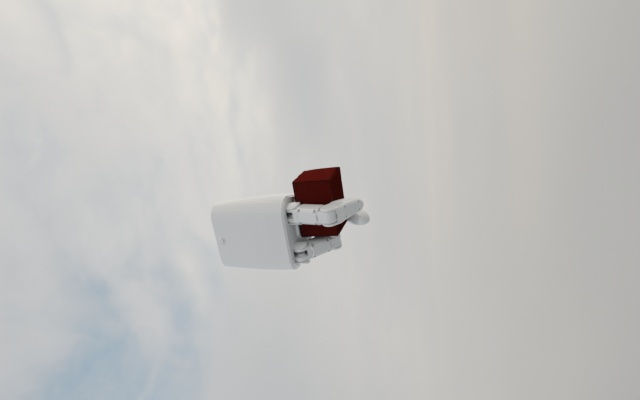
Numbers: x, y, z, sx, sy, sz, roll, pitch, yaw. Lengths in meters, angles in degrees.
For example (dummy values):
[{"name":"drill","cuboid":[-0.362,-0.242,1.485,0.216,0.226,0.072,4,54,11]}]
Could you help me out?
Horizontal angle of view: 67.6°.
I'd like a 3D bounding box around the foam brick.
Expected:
[{"name":"foam brick","cuboid":[0.000,0.002,0.615,0.051,0.078,0.053,-2,20,19]}]
